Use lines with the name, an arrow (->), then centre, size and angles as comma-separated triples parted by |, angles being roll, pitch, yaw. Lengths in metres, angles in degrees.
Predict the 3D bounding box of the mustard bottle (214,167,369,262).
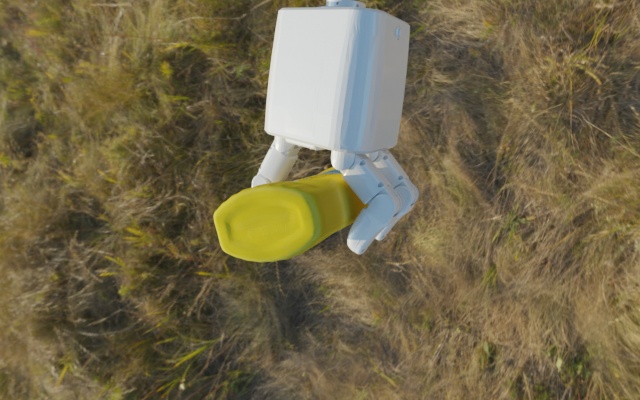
mustard bottle -> 0.000, 0.002, 0.429 | 0.096, 0.058, 0.191 | -13, 4, 29
